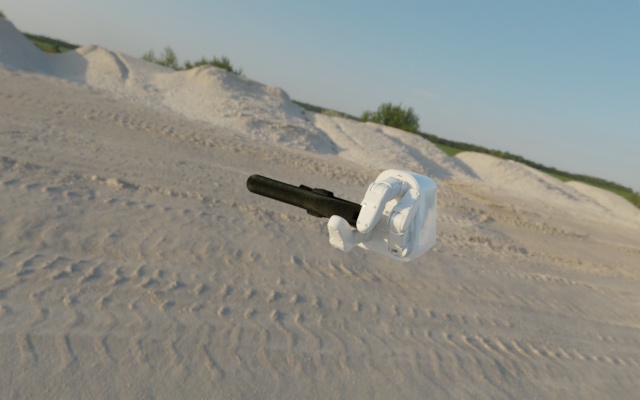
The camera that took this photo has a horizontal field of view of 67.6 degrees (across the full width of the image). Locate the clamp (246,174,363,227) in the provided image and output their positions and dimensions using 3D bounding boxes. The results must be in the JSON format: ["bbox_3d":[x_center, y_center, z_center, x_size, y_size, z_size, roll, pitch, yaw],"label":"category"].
[{"bbox_3d":[0.000,0.002,0.627,0.171,0.039,0.120,21,11,26],"label":"clamp"}]
